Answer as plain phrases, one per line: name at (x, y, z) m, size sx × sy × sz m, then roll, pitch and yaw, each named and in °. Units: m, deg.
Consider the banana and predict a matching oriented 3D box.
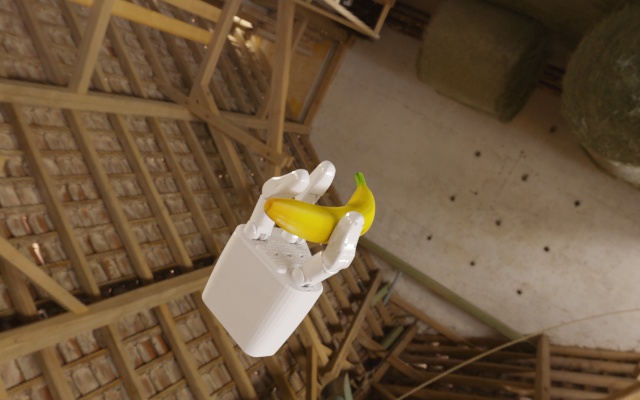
banana at (0.014, 0.015, 0.514) m, size 0.037 × 0.069 × 0.198 m, roll -49°, pitch -15°, yaw 27°
